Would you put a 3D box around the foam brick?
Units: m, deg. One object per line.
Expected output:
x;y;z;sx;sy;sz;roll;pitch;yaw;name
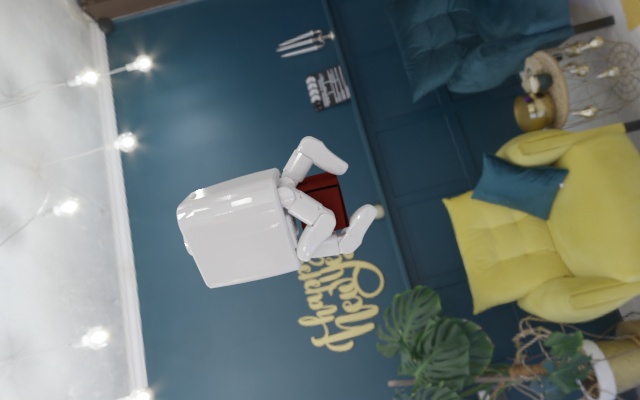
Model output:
0.000;0.002;0.550;0.051;0.053;0.078;-14;14;2;foam brick
